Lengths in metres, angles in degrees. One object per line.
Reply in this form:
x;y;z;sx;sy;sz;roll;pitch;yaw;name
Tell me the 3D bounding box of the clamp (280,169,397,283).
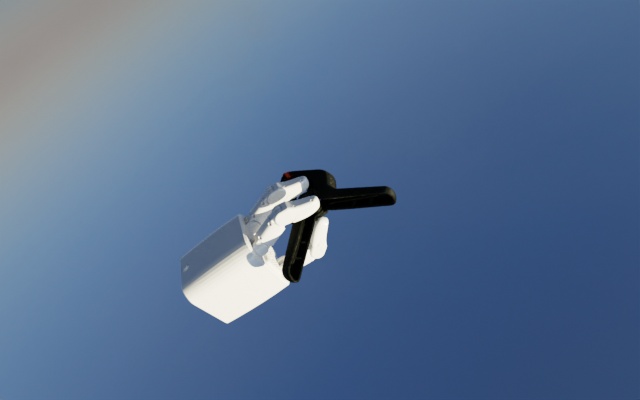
0.000;0.003;0.638;0.164;0.036;0.210;-34;32;2;clamp
